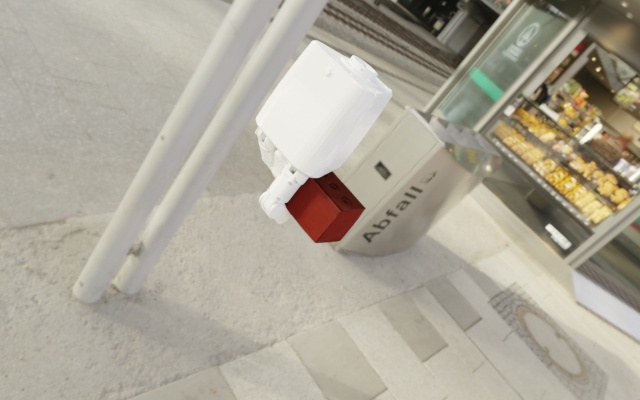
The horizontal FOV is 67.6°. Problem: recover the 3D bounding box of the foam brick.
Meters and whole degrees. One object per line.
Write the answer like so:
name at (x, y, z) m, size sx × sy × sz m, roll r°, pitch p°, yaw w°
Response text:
foam brick at (0.000, 0.002, 0.528) m, size 0.078 × 0.051 × 0.053 m, roll 49°, pitch 24°, yaw 22°
